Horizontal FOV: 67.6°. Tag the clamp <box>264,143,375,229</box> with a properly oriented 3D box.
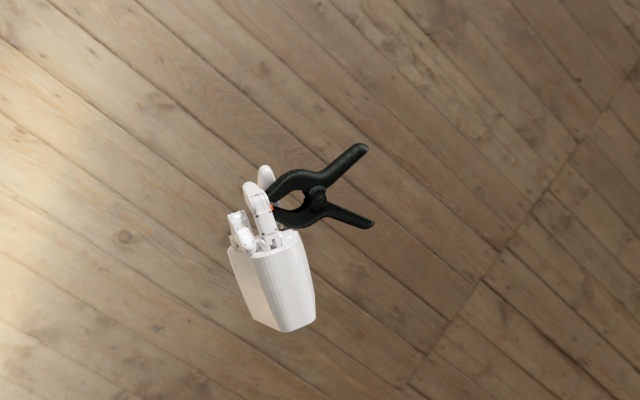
[{"bbox_3d":[0.000,0.002,0.639,0.171,0.120,0.039,-19,11,-15],"label":"clamp"}]
